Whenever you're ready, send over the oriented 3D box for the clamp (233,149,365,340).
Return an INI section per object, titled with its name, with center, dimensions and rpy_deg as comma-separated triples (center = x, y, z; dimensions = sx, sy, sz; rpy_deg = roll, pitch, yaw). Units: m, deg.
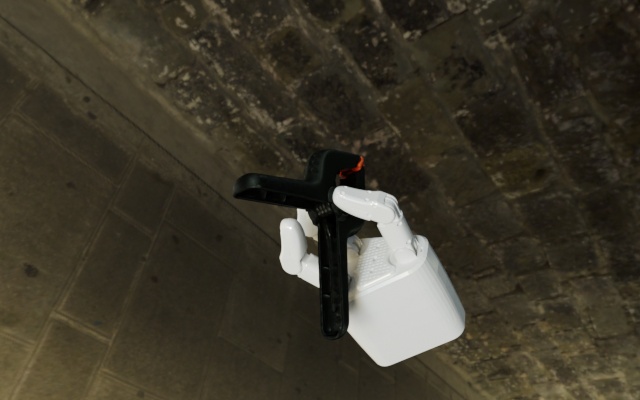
[clamp]
center = 0.001, 0.001, 0.459
dimensions = 0.036, 0.165, 0.209
rpy_deg = -18, 28, 29
